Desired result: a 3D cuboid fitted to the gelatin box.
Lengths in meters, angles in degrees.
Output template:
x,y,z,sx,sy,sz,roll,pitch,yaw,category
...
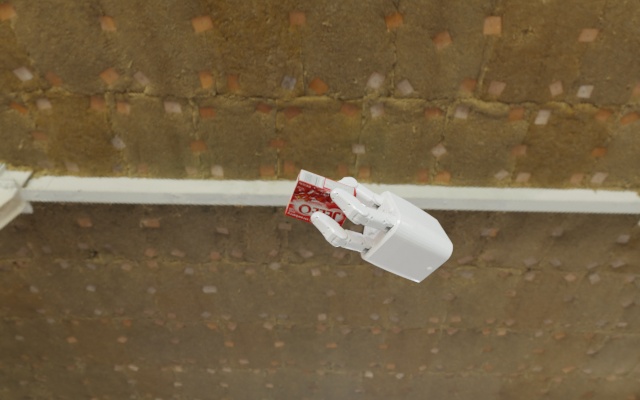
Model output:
x,y,z,sx,sy,sz,roll,pitch,yaw,category
0.000,0.002,0.711,0.089,0.073,0.030,19,40,-6,gelatin box
